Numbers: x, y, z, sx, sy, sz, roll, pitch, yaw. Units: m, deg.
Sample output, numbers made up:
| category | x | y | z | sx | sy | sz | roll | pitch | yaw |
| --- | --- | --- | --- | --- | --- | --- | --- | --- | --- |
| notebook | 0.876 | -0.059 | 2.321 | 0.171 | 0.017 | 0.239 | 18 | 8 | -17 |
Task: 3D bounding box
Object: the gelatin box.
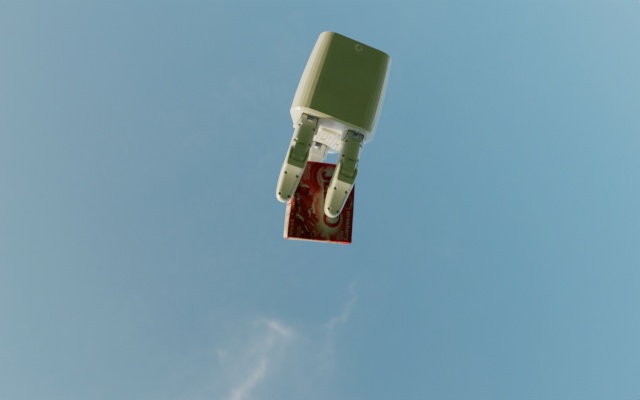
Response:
| category | x | y | z | sx | sy | sz | roll | pitch | yaw |
| --- | --- | --- | --- | --- | --- | --- | --- | --- | --- |
| gelatin box | 0.000 | 0.002 | 0.536 | 0.073 | 0.089 | 0.030 | 6 | -7 | -11 |
